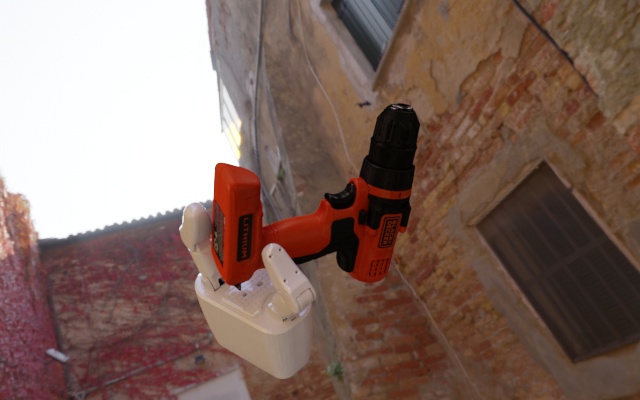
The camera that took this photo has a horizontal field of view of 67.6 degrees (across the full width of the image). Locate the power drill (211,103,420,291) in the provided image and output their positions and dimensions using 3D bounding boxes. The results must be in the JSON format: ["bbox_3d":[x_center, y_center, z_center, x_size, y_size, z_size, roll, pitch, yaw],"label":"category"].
[{"bbox_3d":[0.000,0.002,0.433,0.187,0.184,0.057,-3,25,-25],"label":"power drill"}]
